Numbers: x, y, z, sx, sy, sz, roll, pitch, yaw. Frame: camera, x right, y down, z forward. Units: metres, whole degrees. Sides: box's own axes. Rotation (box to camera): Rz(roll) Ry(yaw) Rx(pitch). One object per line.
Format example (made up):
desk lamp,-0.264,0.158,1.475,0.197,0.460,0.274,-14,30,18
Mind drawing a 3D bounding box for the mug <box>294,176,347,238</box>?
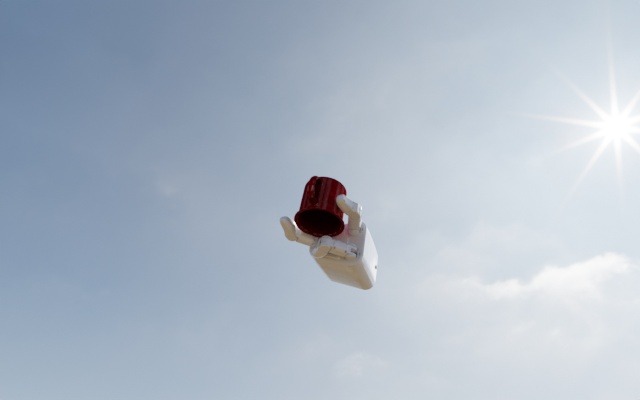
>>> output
mug,0.000,0.002,0.872,0.093,0.081,0.117,-5,-40,21
